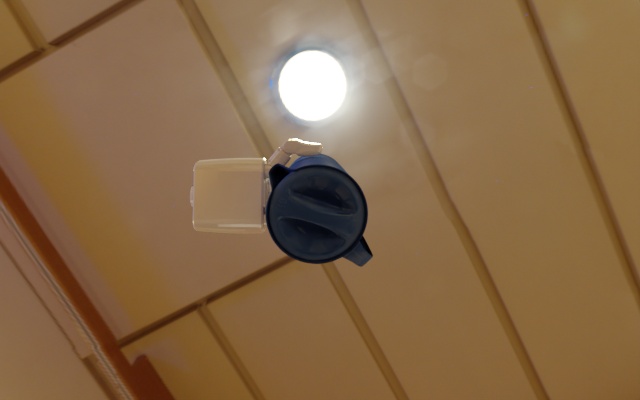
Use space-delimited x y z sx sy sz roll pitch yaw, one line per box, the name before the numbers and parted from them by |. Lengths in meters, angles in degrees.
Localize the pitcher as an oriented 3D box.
pitcher | 0.000 0.002 0.729 0.145 0.149 0.242 0 13 -1
